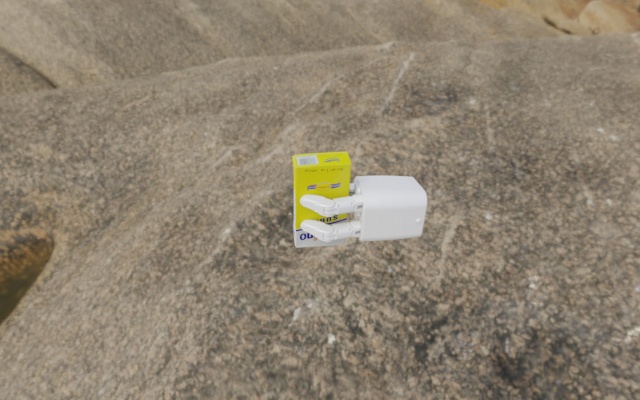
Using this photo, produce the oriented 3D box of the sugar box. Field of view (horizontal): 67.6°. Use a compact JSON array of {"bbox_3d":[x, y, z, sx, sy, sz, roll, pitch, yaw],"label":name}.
[{"bbox_3d":[0.000,0.003,0.819,0.093,0.176,0.048,-4,36,-6],"label":"sugar box"}]
